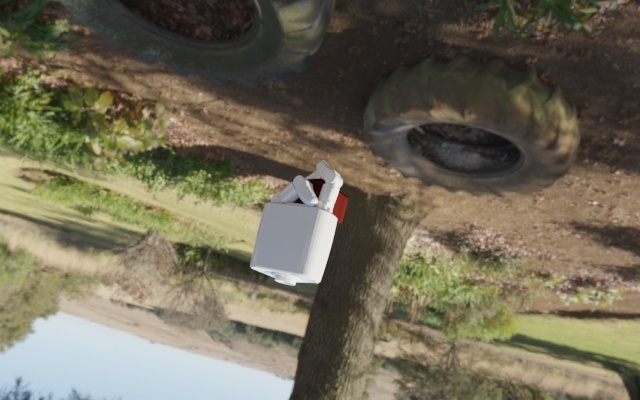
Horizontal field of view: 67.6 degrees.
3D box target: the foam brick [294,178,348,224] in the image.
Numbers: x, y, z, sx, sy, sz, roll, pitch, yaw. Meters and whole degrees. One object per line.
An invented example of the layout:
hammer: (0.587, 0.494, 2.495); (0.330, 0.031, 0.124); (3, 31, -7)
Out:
foam brick: (0.000, 0.003, 0.791); (0.053, 0.051, 0.078); (-1, -23, 38)
